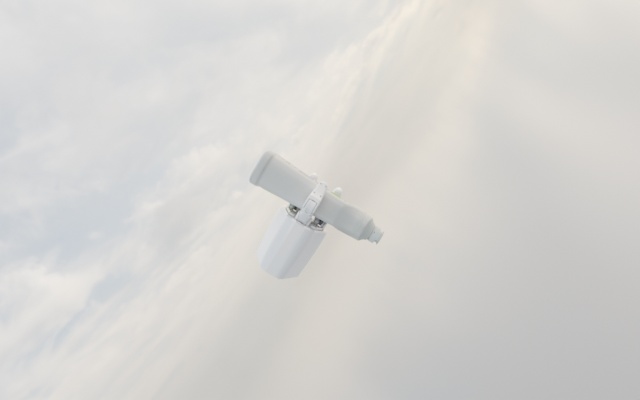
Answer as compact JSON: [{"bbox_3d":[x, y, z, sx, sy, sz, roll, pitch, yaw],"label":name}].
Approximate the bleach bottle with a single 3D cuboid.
[{"bbox_3d":[0.000,0.003,0.853,0.251,0.068,0.102,31,5,2],"label":"bleach bottle"}]
